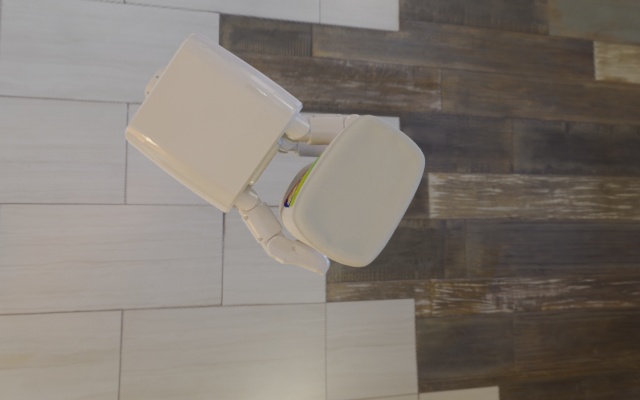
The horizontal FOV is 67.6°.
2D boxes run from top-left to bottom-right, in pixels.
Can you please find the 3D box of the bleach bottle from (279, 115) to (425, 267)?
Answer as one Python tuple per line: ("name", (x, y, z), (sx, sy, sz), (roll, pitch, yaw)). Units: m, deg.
("bleach bottle", (0.000, 0.001, 0.430), (0.068, 0.102, 0.251), (35, -12, -9))
